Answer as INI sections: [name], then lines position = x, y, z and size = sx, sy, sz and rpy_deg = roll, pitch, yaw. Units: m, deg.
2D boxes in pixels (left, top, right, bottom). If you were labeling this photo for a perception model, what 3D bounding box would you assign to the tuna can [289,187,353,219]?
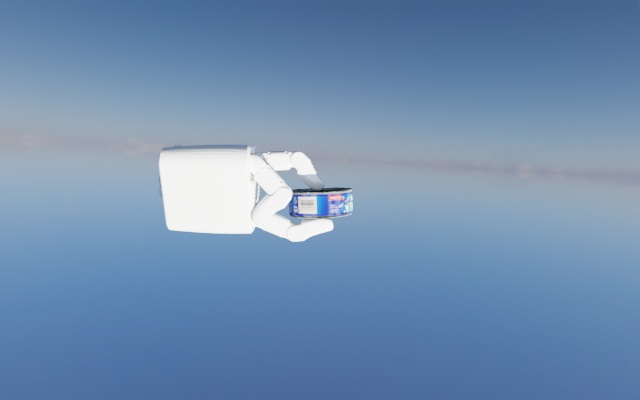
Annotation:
[tuna can]
position = 0.000, 0.003, 0.632
size = 0.086, 0.034, 0.086
rpy_deg = -2, 5, 0
